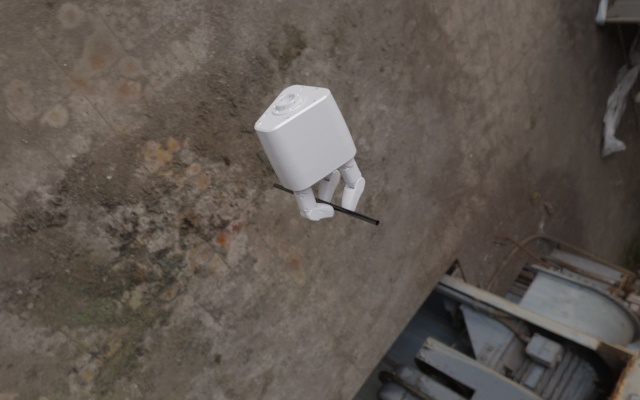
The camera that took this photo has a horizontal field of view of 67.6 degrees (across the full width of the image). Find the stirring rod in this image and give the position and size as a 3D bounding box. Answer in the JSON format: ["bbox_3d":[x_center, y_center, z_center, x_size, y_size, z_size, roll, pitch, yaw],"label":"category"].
[{"bbox_3d":[0.000,0.002,0.762,0.011,0.011,0.239,0,14,-44],"label":"stirring rod"}]
